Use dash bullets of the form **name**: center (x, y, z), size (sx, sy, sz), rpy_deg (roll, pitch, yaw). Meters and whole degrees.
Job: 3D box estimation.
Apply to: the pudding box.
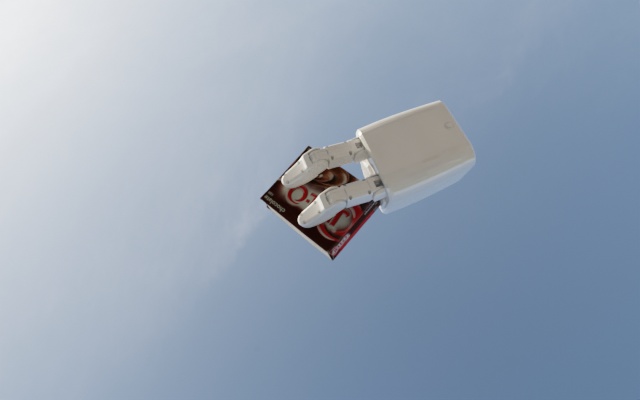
- **pudding box**: center (0.000, 0.002, 0.565), size (0.113, 0.090, 0.039), rpy_deg (36, -14, 25)
